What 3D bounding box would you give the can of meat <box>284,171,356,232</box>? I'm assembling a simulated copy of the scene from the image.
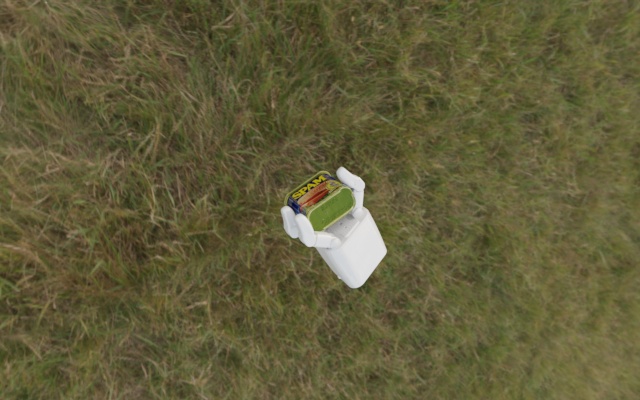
[{"bbox_3d":[0.000,0.003,0.841,0.102,0.057,0.084,-35,34,-13],"label":"can of meat"}]
